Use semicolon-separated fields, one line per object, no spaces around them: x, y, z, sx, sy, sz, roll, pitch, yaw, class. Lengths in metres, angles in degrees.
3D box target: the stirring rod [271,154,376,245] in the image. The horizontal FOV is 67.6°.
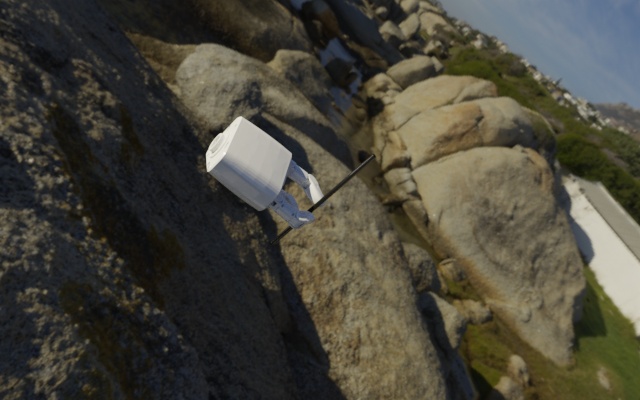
0.000;0.003;0.786;0.239;0.011;0.011;-41;-19;24;stirring rod
